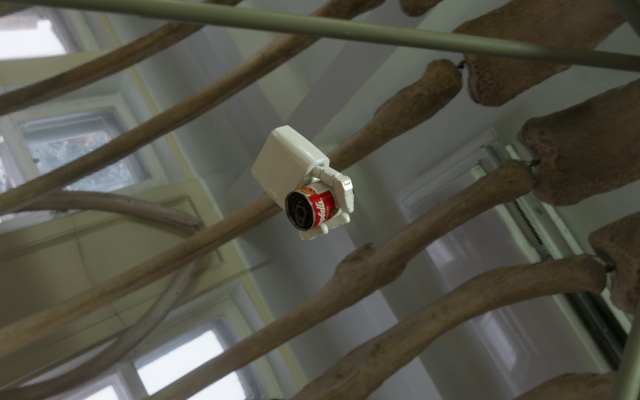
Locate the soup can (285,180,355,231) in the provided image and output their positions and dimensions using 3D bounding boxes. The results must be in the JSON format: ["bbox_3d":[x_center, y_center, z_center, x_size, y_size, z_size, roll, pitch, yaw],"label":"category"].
[{"bbox_3d":[0.001,0.003,0.798,0.068,0.068,0.102,0,17,46],"label":"soup can"}]
